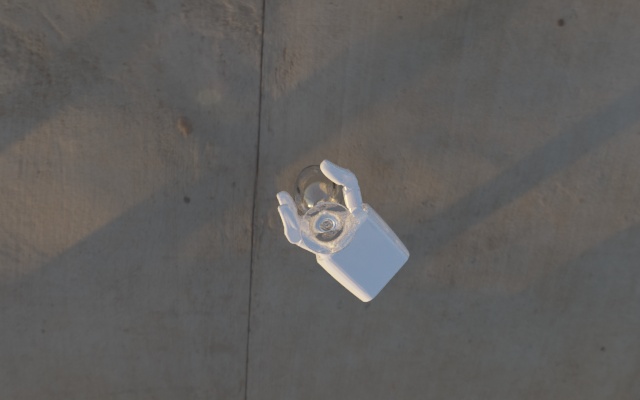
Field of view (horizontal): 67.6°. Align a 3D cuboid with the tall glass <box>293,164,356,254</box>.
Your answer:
[{"bbox_3d":[0.000,0.002,0.715,0.079,0.079,0.201,0,21,-6],"label":"tall glass"}]
